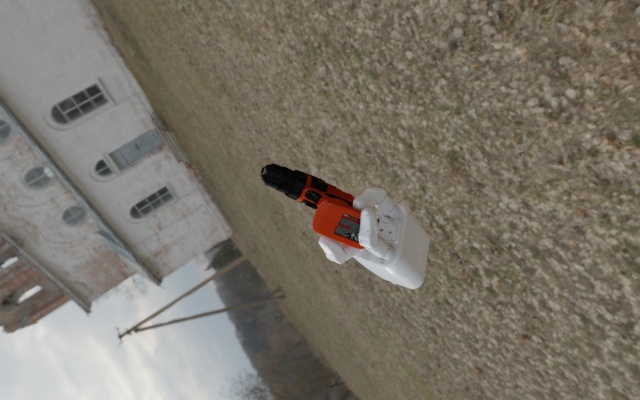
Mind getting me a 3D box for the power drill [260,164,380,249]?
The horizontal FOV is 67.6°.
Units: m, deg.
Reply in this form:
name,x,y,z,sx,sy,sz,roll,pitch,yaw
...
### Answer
name,x,y,z,sx,sy,sz,roll,pitch,yaw
power drill,0.000,0.003,0.781,0.184,0.057,0.187,20,13,-24
